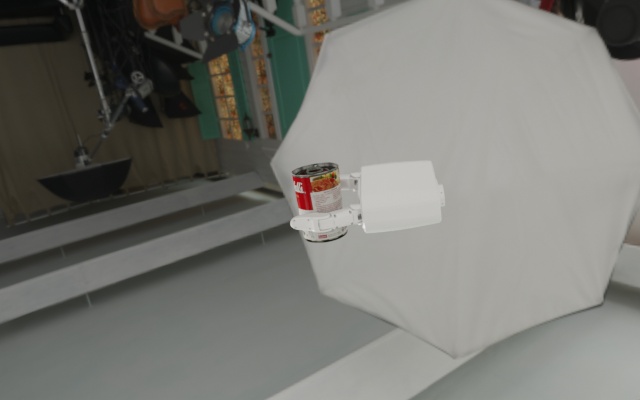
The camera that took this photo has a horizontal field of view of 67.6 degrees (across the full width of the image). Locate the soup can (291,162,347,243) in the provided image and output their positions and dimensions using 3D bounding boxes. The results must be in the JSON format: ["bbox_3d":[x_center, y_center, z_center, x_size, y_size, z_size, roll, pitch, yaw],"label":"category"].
[{"bbox_3d":[0.000,0.003,0.693,0.068,0.102,0.068,-9,17,3],"label":"soup can"}]
